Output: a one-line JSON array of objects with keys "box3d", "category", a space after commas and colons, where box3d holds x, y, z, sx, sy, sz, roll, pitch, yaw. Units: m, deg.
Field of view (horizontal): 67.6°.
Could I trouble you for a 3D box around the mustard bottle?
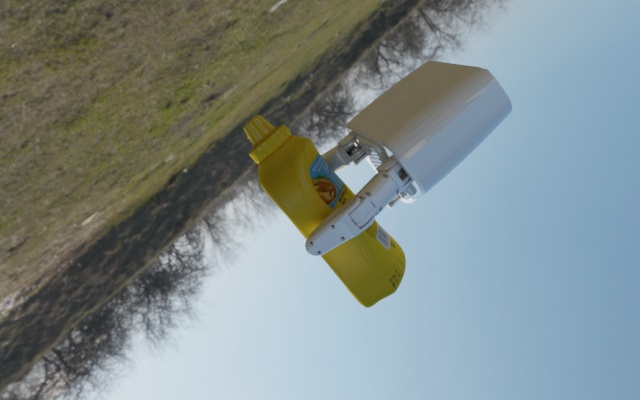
[{"box3d": [0.000, 0.002, 0.435, 0.058, 0.192, 0.096, -36, 12, 21], "category": "mustard bottle"}]
